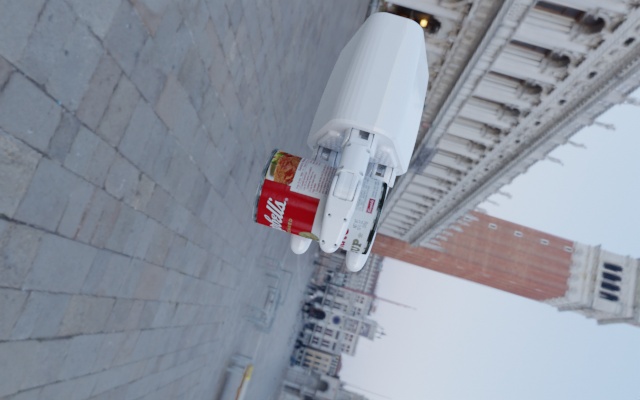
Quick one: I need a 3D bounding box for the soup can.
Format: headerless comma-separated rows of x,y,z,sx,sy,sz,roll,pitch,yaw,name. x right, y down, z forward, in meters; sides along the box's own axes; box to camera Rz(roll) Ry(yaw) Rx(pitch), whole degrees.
0.000,0.002,0.416,0.102,0.068,0.068,17,1,3,soup can
